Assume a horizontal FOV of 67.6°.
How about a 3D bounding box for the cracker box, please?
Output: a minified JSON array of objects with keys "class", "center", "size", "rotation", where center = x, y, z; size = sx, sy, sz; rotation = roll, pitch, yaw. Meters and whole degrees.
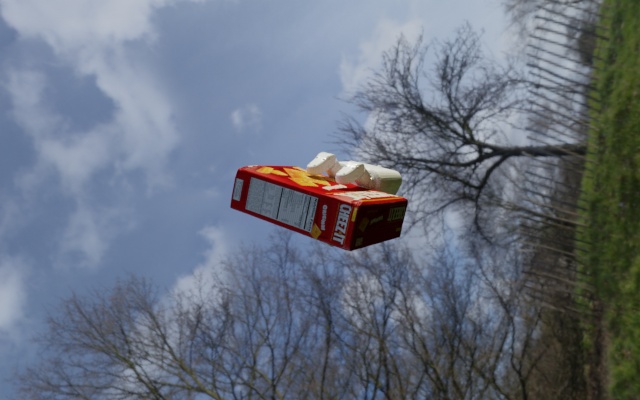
[{"class":"cracker box","center":[0.000,0.002,0.720],"size":[0.213,0.072,0.164],"rotation":[17,12,30]}]
